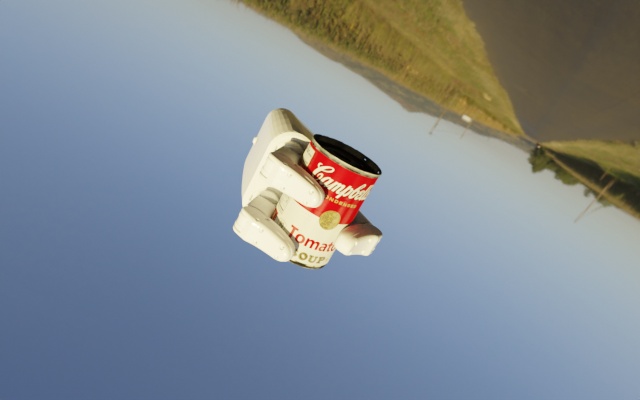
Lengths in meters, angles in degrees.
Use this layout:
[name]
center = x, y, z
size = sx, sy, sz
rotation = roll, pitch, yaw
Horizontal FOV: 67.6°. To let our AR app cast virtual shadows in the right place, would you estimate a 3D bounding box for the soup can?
[soup can]
center = 0.000, 0.002, 0.427
size = 0.068, 0.102, 0.068
rotation = 26, 19, -10
